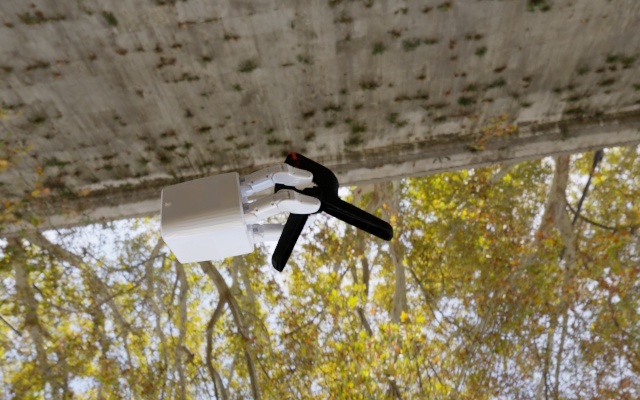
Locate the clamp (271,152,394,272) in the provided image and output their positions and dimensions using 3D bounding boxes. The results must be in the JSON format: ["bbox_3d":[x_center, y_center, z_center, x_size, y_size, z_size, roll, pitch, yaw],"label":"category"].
[{"bbox_3d":[0.000,0.002,0.675,0.164,0.036,0.209,-9,45,-8],"label":"clamp"}]
